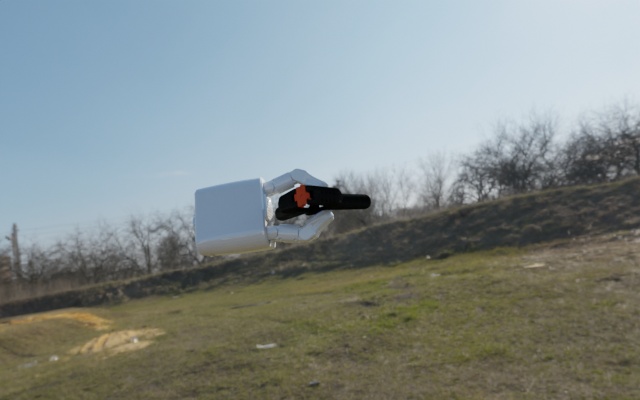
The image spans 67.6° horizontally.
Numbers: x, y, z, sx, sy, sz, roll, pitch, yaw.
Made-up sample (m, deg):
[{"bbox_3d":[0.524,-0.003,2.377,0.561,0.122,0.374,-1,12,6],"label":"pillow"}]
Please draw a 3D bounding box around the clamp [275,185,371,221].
[{"bbox_3d":[0.000,0.002,0.727,0.164,0.036,0.210,-9,-7,1],"label":"clamp"}]
